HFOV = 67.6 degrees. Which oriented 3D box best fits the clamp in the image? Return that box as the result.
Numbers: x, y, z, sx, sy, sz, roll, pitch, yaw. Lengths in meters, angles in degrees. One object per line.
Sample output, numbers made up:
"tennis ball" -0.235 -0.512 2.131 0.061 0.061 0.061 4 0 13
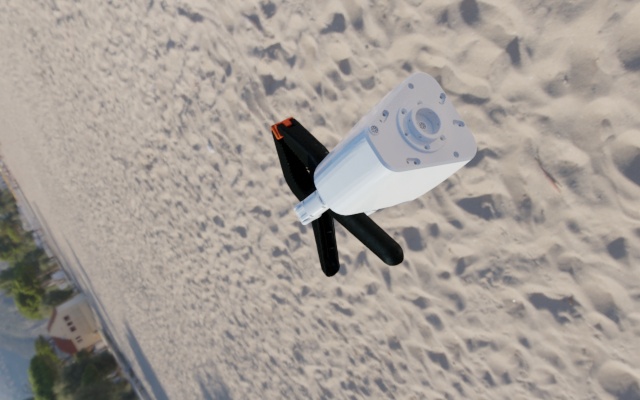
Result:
"clamp" -0.001 0.002 0.574 0.036 0.210 0.165 -30 -5 -30
